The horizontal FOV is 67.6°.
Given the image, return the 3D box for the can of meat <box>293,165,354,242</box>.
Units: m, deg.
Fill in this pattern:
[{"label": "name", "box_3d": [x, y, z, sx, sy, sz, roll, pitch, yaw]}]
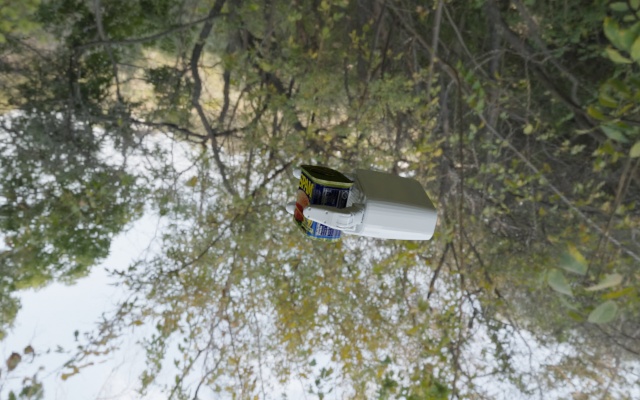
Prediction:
[{"label": "can of meat", "box_3d": [0.000, 0.003, 0.666, 0.057, 0.084, 0.102, 6, 14, -18]}]
